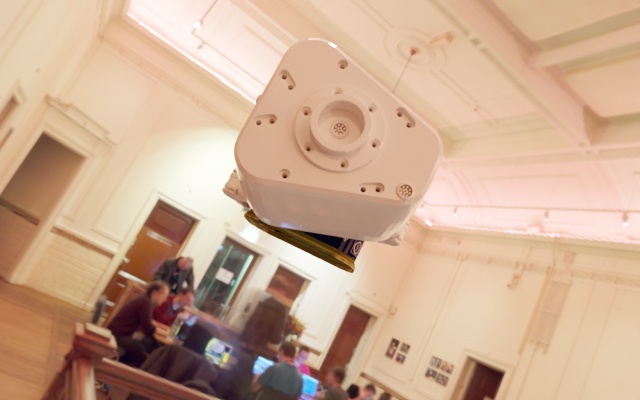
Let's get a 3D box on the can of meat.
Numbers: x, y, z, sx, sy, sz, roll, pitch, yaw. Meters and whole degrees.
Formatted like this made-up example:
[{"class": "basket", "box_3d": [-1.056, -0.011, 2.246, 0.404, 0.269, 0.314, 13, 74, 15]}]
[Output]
[{"class": "can of meat", "box_3d": [0.000, 0.001, 0.408, 0.102, 0.084, 0.057, 25, -12, 8]}]
